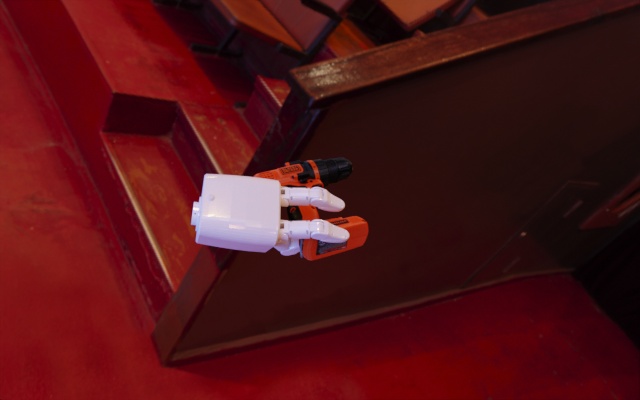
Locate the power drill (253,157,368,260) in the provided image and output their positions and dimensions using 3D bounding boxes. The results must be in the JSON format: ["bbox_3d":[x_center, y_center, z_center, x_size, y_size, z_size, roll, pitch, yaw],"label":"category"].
[{"bbox_3d":[0.000,0.003,0.768,0.184,0.057,0.187,-15,43,-20],"label":"power drill"}]
